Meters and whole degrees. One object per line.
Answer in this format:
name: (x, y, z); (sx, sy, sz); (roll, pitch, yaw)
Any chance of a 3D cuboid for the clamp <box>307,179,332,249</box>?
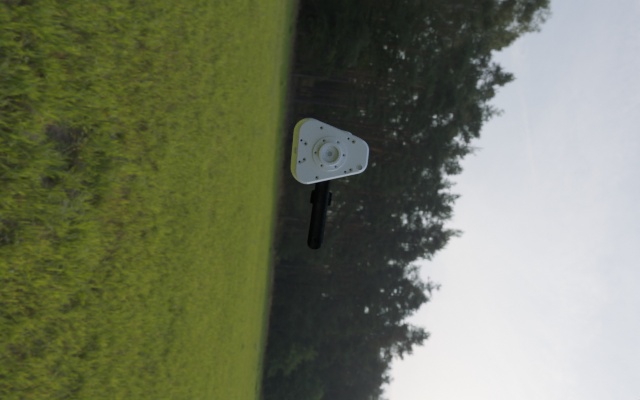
clamp: (0.001, 0.003, 0.807); (0.039, 0.171, 0.120); (5, 8, -5)
